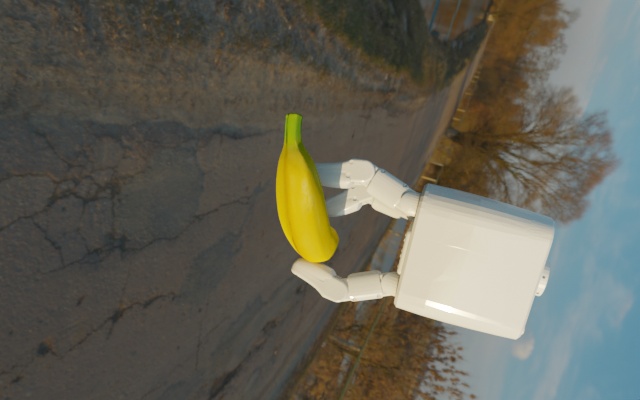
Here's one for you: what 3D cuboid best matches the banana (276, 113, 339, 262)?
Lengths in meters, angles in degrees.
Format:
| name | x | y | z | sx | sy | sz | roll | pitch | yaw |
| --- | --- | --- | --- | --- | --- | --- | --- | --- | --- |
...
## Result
| name | x | y | z | sx | sy | sz | roll | pitch | yaw |
| --- | --- | --- | --- | --- | --- | --- | --- | --- | --- |
| banana | -0.006 | 0.015 | 0.411 | 0.037 | 0.069 | 0.198 | 12 | -29 | 14 |
